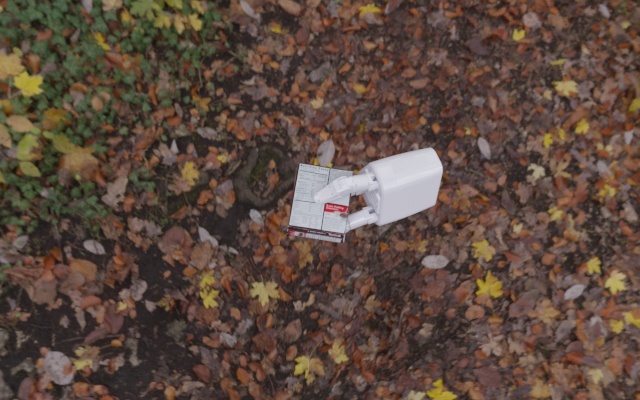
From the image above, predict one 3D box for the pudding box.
[{"bbox_3d":[0.000,0.002,0.737,0.090,0.113,0.039,9,-25,0],"label":"pudding box"}]
